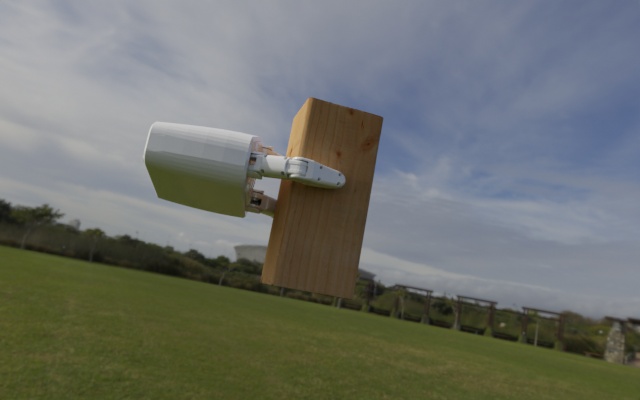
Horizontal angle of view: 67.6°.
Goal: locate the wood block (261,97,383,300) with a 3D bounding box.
[{"bbox_3d":[0.000,0.002,0.549,0.090,0.206,0.091,13,-10,-13],"label":"wood block"}]
